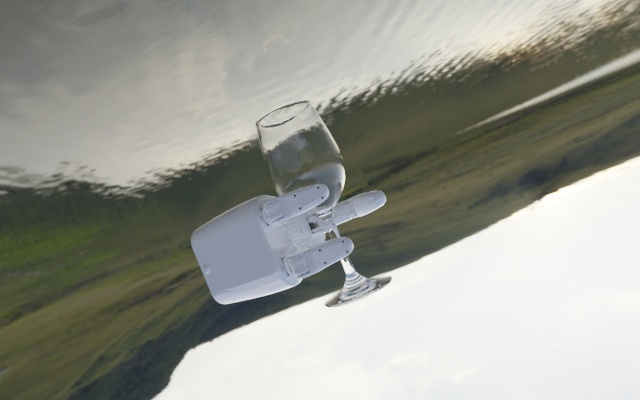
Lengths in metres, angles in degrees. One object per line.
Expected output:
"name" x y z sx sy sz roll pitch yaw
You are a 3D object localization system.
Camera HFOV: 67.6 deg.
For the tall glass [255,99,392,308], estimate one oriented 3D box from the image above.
"tall glass" 0.000 0.002 0.488 0.079 0.201 0.079 -23 -1 0
